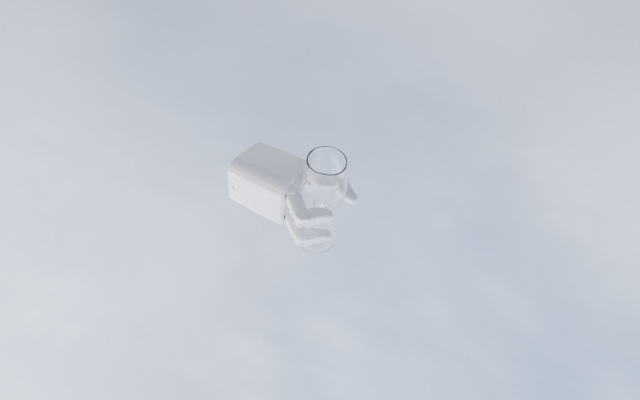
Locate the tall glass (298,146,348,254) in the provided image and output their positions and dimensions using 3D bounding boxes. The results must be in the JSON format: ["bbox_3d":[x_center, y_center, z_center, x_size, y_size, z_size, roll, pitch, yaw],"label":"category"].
[{"bbox_3d":[0.000,0.003,0.788,0.079,0.079,0.201,0,-39,-8],"label":"tall glass"}]
